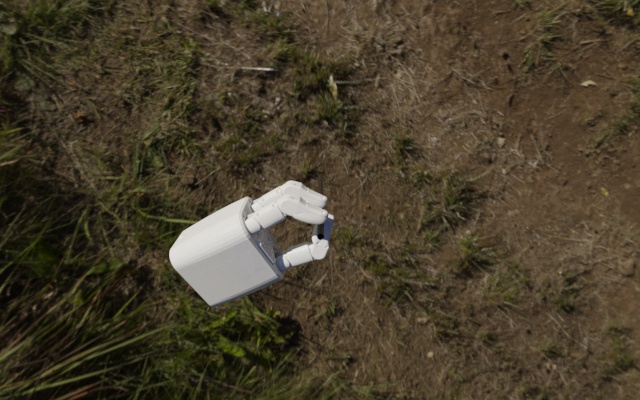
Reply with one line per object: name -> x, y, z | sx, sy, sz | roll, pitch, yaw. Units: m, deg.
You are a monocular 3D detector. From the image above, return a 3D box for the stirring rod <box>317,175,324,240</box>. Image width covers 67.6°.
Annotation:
stirring rod -> 0.000, 0.002, 0.658 | 0.011, 0.011, 0.239 | 0, 19, 0
